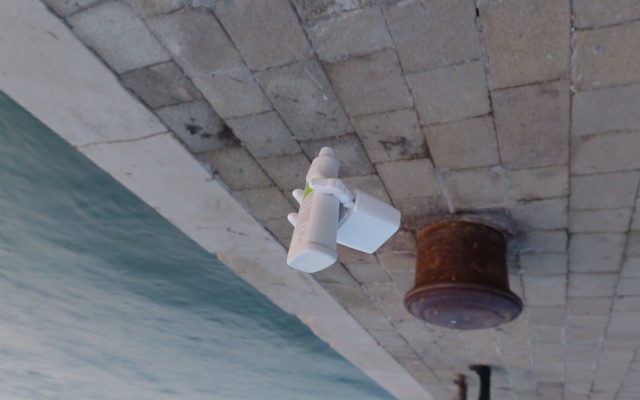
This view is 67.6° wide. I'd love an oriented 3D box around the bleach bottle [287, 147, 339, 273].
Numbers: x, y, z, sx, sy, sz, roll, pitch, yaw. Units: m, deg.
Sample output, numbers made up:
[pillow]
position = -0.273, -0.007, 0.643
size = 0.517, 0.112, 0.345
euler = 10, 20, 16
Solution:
[bleach bottle]
position = 0.000, 0.003, 0.897
size = 0.068, 0.250, 0.102
euler = 23, -33, -22
